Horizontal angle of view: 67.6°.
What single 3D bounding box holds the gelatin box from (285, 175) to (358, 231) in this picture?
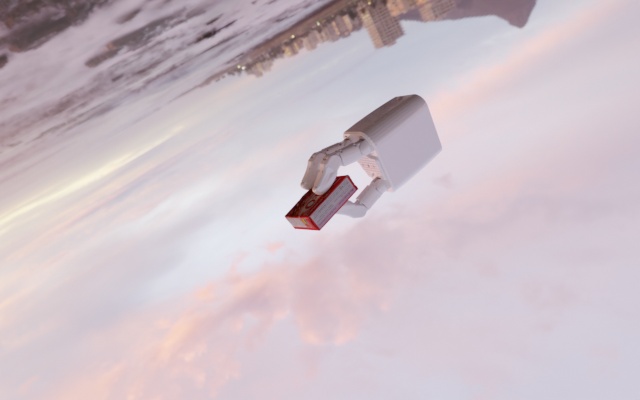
[{"bbox_3d":[0.000,0.003,0.678,0.089,0.030,0.073,-47,21,-22],"label":"gelatin box"}]
